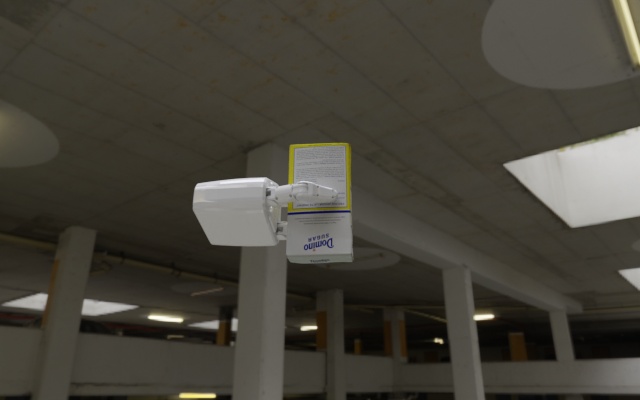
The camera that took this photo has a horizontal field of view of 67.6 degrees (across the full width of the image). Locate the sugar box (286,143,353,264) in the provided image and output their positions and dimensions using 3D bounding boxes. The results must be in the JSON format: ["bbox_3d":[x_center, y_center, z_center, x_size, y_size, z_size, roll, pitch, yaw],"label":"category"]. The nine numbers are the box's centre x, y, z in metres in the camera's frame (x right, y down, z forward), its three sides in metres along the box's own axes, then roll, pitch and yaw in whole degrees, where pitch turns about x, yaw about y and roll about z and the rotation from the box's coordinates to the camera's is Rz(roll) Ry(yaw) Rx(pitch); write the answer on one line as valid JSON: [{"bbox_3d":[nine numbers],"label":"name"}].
[{"bbox_3d":[0.000,0.002,0.699,0.093,0.176,0.048,-2,-21,6],"label":"sugar box"}]
